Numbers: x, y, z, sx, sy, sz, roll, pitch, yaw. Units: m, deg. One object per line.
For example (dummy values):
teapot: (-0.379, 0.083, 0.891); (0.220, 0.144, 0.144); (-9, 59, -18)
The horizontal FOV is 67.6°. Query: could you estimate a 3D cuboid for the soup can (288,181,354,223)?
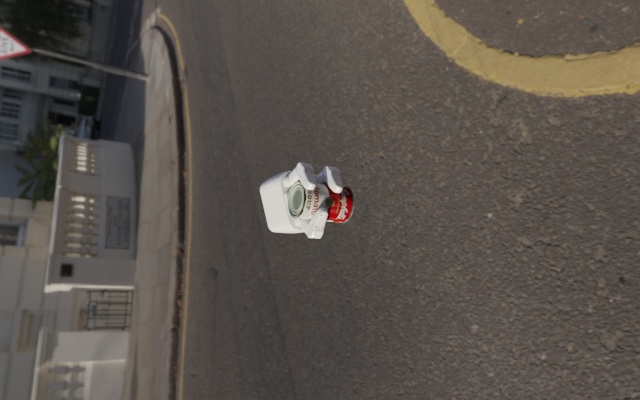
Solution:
soup can: (0.000, 0.003, 0.860); (0.102, 0.068, 0.068); (7, -3, -29)
